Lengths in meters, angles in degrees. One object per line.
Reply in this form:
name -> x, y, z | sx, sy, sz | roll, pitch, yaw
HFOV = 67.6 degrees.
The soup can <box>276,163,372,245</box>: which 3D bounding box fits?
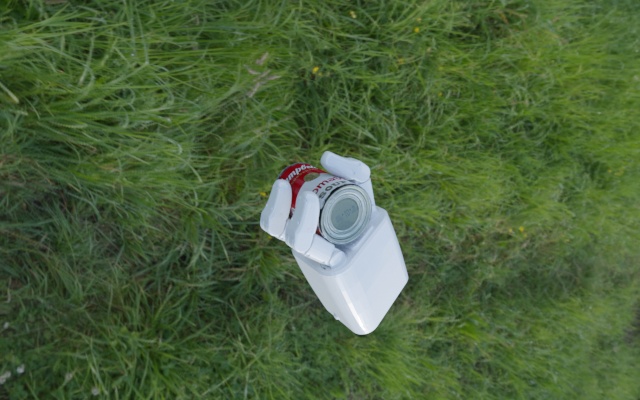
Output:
soup can -> 0.000, 0.001, 0.529 | 0.068, 0.068, 0.102 | 0, 16, -34
